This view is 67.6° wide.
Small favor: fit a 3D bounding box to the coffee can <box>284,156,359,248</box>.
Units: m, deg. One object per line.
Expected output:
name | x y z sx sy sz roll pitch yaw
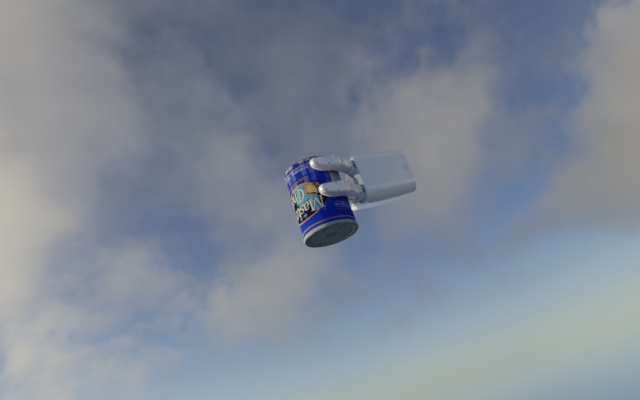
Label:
coffee can | 0.000 0.003 0.888 0.103 0.140 0.103 -15 -24 -7
